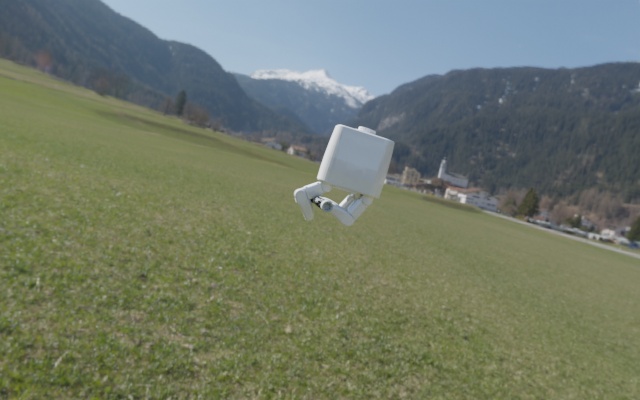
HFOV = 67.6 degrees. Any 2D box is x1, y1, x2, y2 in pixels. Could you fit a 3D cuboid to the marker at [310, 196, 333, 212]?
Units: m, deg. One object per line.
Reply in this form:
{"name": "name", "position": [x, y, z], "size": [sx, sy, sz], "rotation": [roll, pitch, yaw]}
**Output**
{"name": "marker", "position": [0.000, 0.003, 0.830], "size": [0.020, 0.020, 0.121], "rotation": [0, 7, -11]}
